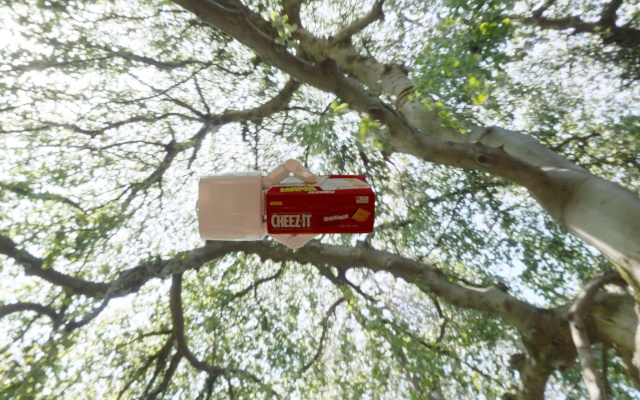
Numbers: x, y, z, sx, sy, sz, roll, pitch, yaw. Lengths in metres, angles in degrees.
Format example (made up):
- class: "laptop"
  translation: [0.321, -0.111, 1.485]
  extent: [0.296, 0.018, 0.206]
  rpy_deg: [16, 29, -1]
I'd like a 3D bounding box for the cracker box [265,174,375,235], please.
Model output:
- class: "cracker box"
  translation: [0.000, 0.002, 0.811]
  extent: [0.164, 0.072, 0.213]
  rpy_deg: [-1, 10, 1]
